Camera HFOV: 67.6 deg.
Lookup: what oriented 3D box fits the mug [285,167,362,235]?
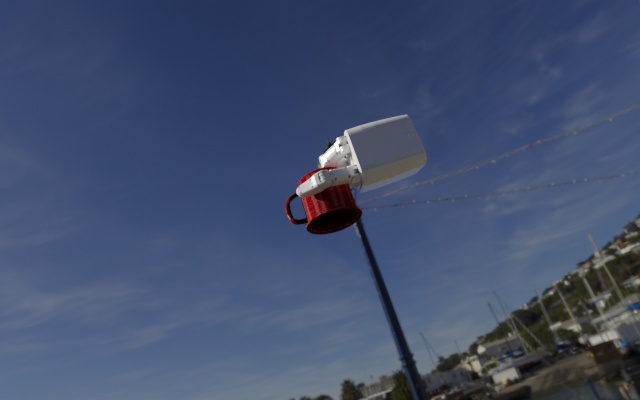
[{"bbox_3d":[-0.001,0.003,0.778,0.117,0.081,0.093,-17,-25,-2],"label":"mug"}]
